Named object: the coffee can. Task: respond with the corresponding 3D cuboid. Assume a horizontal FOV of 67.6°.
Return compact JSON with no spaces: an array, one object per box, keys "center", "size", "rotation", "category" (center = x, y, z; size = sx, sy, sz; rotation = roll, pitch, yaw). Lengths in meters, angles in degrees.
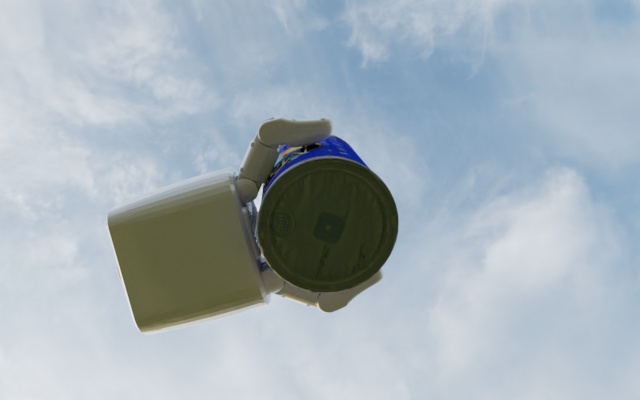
[{"center":[0.000,0.001,0.407],"size":[0.103,0.103,0.140],"rotation":[0,16,-5],"category":"coffee can"}]
